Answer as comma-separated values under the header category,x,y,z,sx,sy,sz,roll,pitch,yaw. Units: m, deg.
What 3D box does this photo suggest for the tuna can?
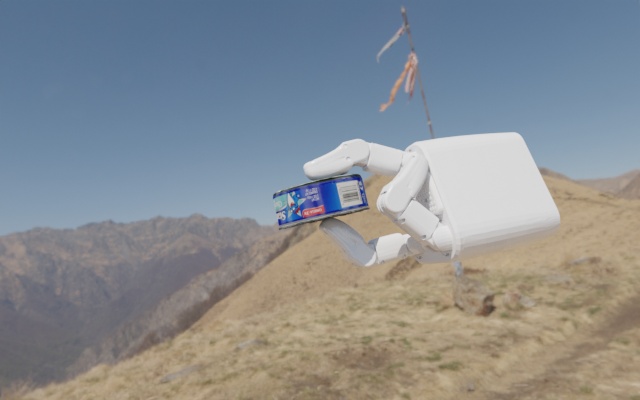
category,x,y,z,sx,sy,sz,roll,pitch,yaw
tuna can,0.000,0.001,0.439,0.086,0.034,0.086,-13,-3,-1
